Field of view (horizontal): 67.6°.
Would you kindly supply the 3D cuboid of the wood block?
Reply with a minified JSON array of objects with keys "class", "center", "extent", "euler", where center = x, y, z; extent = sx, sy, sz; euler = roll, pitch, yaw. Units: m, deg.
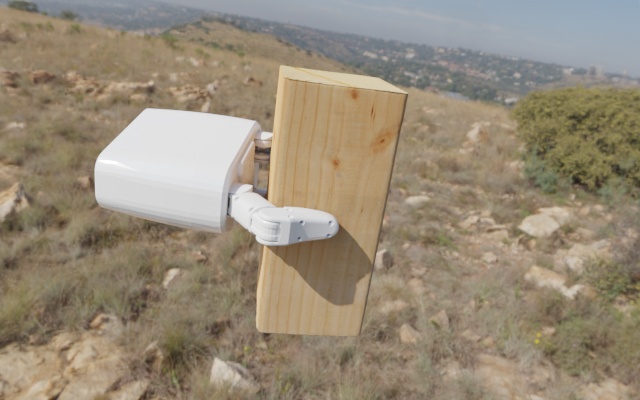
[{"class":"wood block","center":[0.000,0.001,0.403],"extent":[0.090,0.206,0.090],"euler":[5,20,-9]}]
